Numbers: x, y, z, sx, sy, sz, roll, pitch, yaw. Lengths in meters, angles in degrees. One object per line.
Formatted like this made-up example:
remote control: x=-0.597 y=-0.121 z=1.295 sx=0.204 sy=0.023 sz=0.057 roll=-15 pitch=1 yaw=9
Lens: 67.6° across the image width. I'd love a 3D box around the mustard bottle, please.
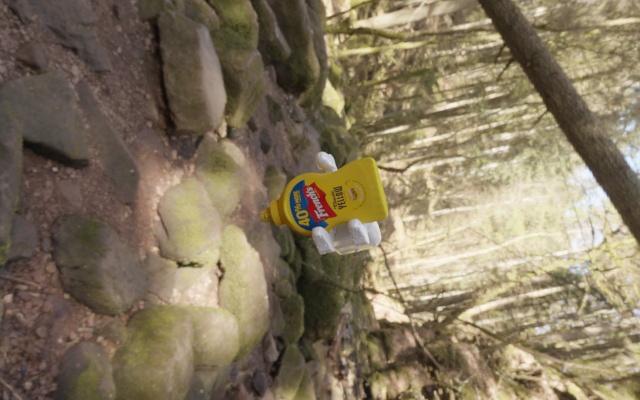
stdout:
mustard bottle: x=0.000 y=0.002 z=0.728 sx=0.191 sy=0.096 sz=0.058 roll=-14 pitch=2 yaw=11
